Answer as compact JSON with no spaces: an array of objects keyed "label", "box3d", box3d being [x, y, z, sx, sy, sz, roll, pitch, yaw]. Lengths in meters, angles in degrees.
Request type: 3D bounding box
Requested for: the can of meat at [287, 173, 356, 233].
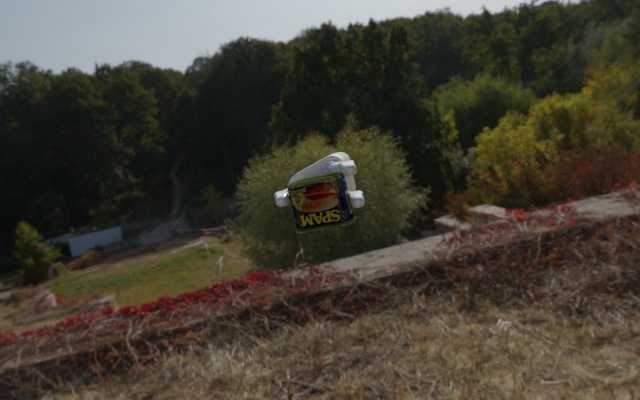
[{"label":"can of meat","box3d":[0.000,0.002,0.804,0.102,0.084,0.057,-10,9,17]}]
